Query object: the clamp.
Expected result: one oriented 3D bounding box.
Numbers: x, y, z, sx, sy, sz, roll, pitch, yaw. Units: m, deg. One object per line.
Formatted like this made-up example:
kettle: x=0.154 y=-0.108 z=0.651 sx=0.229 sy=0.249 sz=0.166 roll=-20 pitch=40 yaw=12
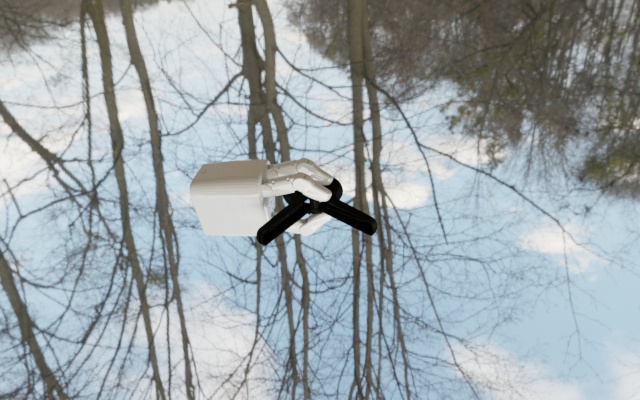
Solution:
clamp: x=0.000 y=0.003 z=0.725 sx=0.164 sy=0.036 sz=0.210 roll=-1 pitch=28 yaw=5
